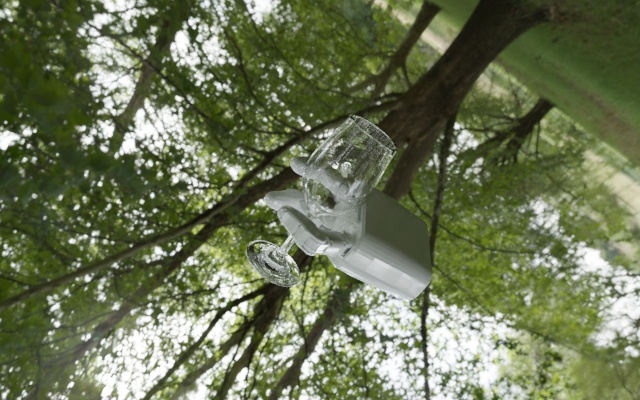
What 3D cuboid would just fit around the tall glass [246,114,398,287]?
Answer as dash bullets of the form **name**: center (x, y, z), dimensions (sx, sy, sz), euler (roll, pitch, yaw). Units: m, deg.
- **tall glass**: center (0.000, 0.002, 0.533), dimensions (0.079, 0.201, 0.079), euler (31, 23, -15)
